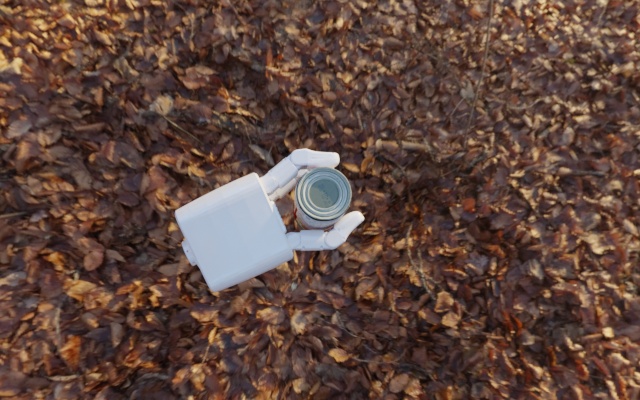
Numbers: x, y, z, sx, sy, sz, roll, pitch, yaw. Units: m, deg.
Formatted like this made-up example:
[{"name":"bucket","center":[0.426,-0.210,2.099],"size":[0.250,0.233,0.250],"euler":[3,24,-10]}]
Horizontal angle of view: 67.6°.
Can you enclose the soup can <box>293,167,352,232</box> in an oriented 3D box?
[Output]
[{"name":"soup can","center":[0.001,0.002,0.605],"size":[0.068,0.068,0.102],"euler":[0,-12,-5]}]
